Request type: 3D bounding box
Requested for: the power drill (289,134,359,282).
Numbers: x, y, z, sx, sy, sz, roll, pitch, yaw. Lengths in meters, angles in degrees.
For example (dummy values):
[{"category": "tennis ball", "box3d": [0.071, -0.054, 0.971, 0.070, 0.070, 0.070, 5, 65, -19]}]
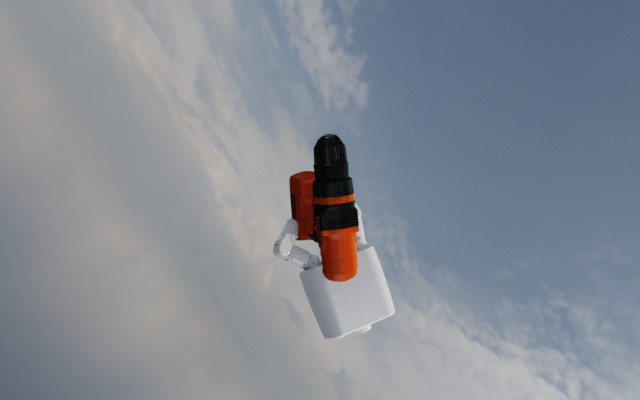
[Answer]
[{"category": "power drill", "box3d": [0.000, 0.002, 0.657, 0.057, 0.184, 0.187, -5, 8, -12]}]
